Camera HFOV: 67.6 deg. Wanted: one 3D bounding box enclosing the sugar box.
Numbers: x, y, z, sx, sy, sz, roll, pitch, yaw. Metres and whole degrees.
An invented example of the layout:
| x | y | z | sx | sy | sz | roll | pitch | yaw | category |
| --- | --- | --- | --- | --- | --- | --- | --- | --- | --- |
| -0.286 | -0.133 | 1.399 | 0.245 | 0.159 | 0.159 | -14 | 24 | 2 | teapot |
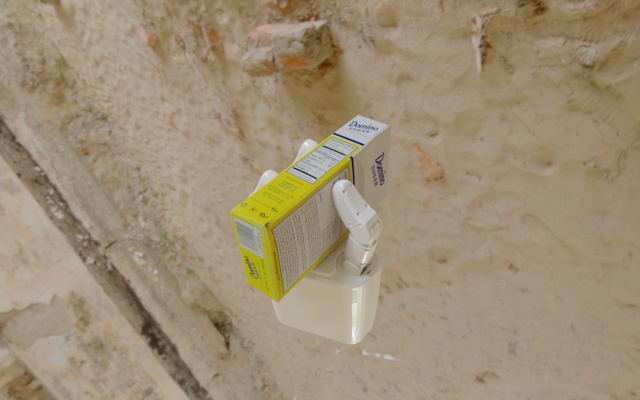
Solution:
| x | y | z | sx | sy | sz | roll | pitch | yaw | category |
| --- | --- | --- | --- | --- | --- | --- | --- | --- | --- |
| 0.000 | 0.001 | 0.446 | 0.048 | 0.093 | 0.176 | 24 | 48 | 29 | sugar box |
